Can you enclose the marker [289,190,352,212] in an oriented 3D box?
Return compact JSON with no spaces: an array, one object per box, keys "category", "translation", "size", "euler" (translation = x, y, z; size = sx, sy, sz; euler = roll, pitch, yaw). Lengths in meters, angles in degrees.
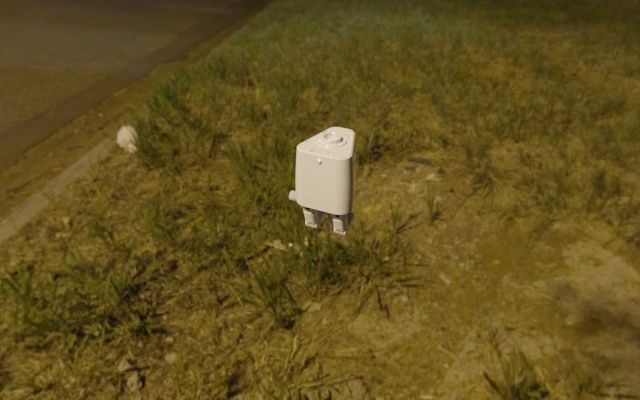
[{"category":"marker","translation":[0.000,0.003,0.877],"size":[0.121,0.020,0.020],"euler":[13,4,18]}]
